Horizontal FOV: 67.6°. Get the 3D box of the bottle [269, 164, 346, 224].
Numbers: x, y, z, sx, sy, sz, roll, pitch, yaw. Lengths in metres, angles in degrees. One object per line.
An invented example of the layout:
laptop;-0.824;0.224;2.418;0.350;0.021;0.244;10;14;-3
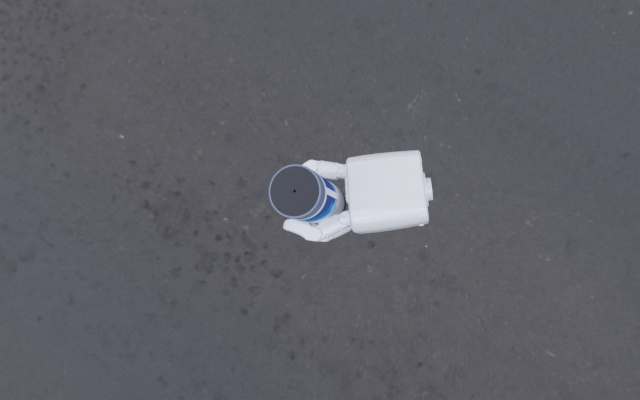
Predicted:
bottle;0.000;0.002;0.721;0.069;0.069;0.296;0;-5;12
